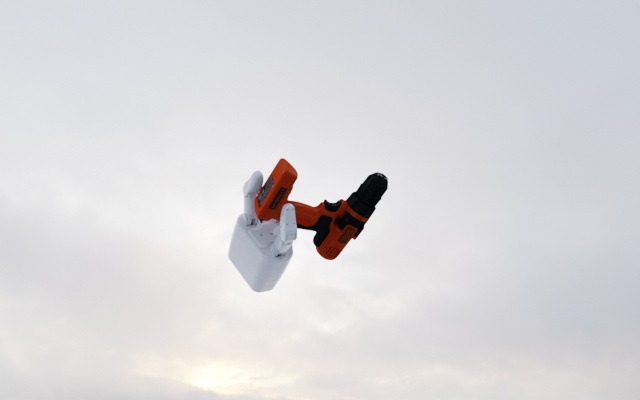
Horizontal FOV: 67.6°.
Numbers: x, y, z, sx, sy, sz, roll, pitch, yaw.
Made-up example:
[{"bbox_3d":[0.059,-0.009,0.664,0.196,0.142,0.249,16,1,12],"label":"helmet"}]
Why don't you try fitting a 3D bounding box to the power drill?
[{"bbox_3d":[0.000,0.003,0.795,0.188,0.184,0.057,25,21,-24],"label":"power drill"}]
